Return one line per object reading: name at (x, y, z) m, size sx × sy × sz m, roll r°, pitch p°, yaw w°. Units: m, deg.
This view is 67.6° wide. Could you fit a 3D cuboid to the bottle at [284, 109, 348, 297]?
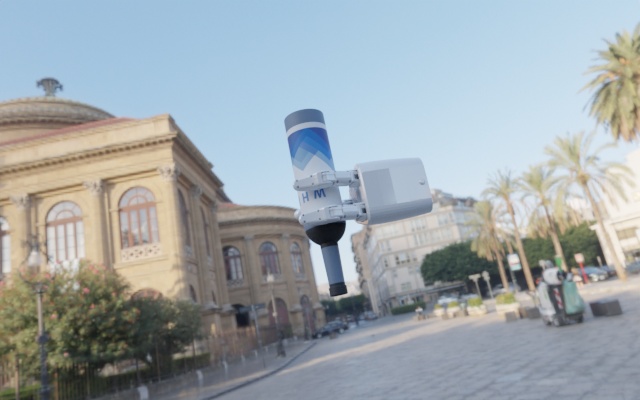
bottle at (0.000, 0.002, 0.752) m, size 0.069 × 0.295 × 0.069 m, roll -11°, pitch -15°, yaw -3°
